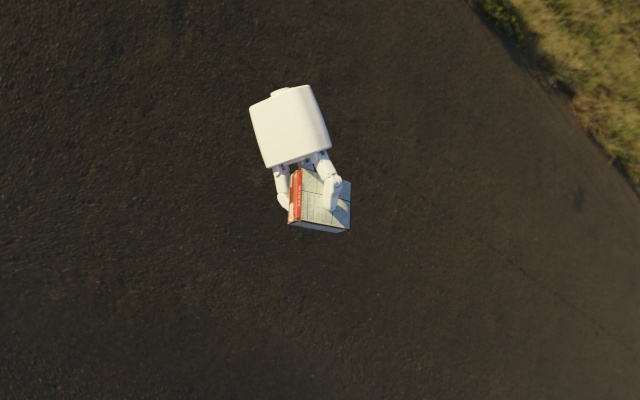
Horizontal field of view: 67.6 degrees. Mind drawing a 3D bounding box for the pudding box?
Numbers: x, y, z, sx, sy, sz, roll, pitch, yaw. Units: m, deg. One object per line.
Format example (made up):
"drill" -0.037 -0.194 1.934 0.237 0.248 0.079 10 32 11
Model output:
"pudding box" 0.000 0.003 0.798 0.113 0.090 0.039 13 -17 -36
